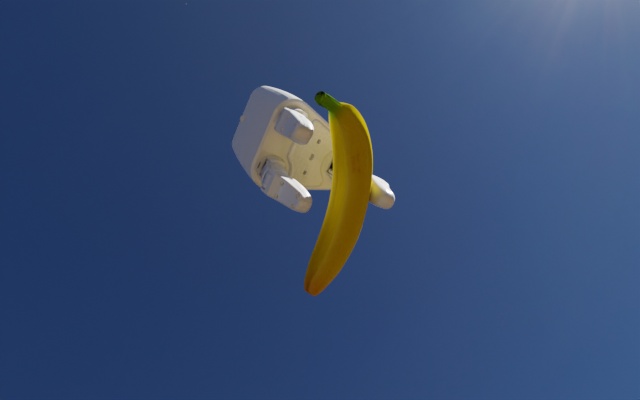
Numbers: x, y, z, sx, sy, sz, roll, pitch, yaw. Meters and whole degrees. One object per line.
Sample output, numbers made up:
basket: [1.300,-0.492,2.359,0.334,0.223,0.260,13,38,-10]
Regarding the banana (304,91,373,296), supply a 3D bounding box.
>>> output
banana: [0.016,-0.005,0.441,0.069,0.198,0.037,-12,28,-29]
